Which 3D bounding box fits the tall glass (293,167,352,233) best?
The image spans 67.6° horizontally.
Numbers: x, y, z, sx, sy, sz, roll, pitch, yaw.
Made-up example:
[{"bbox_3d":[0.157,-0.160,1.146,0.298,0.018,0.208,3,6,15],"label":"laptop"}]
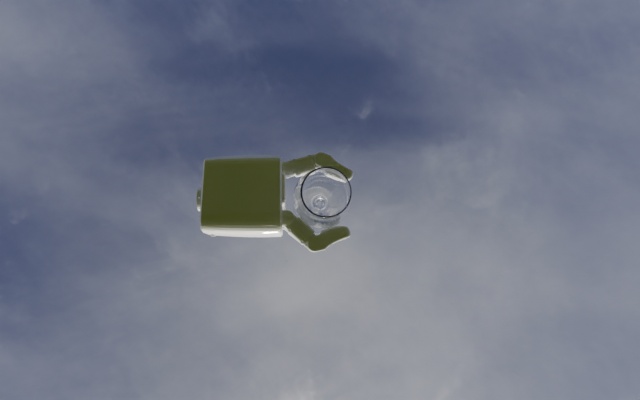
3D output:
[{"bbox_3d":[0.000,0.002,0.667,0.079,0.079,0.201,0,-7,-4],"label":"tall glass"}]
